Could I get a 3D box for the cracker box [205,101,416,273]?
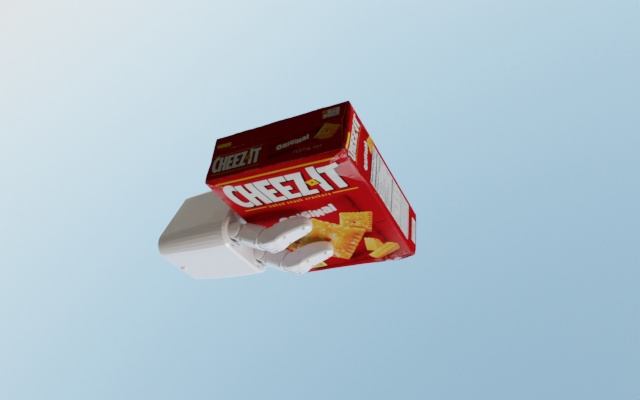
[{"bbox_3d":[0.000,0.002,0.549,0.164,0.072,0.214,-12,-38,25],"label":"cracker box"}]
